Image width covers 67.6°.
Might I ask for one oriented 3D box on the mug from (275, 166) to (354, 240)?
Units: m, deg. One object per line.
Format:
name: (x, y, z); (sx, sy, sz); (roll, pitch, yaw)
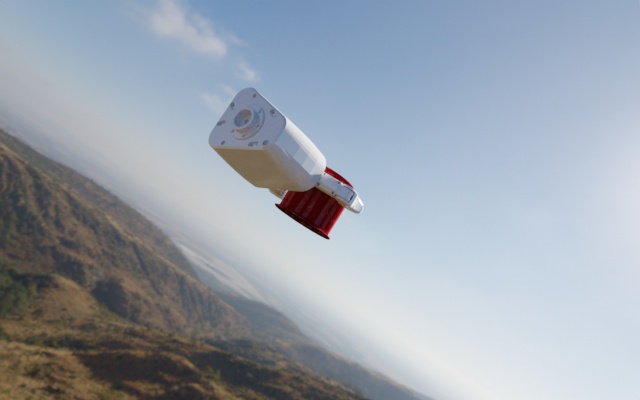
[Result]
mug: (0.001, 0.003, 0.692); (0.093, 0.081, 0.117); (28, -9, 34)
